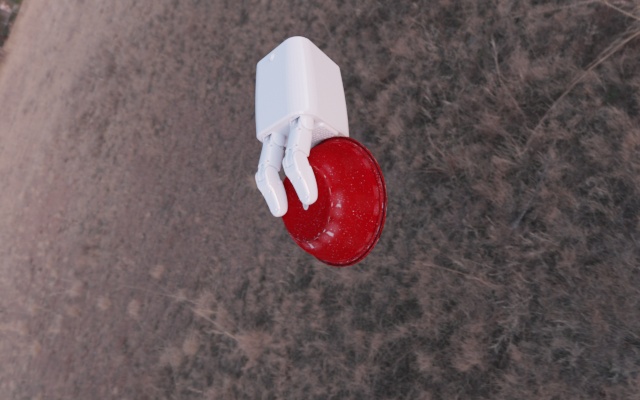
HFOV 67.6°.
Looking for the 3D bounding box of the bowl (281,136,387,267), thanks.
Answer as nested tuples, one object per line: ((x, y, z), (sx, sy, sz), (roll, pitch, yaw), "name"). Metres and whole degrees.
((0.000, 0.003, 0.571), (0.055, 0.162, 0.162), (-2, 1, -44), "bowl")
